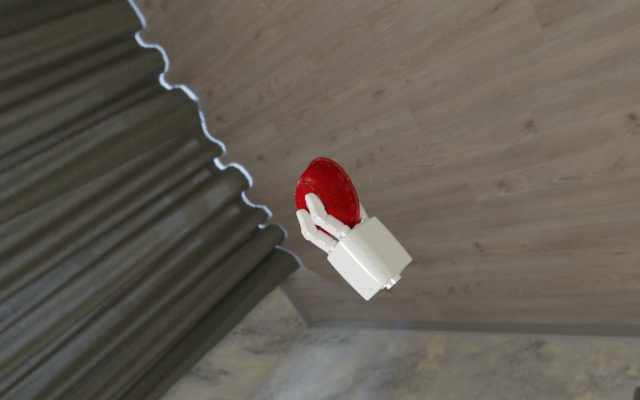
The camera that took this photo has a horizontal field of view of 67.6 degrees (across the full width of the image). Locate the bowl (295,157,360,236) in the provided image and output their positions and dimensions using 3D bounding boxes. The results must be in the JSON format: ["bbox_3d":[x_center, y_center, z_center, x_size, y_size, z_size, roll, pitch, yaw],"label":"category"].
[{"bbox_3d":[-0.001,0.002,0.895,0.055,0.162,0.162,-22,12,-33],"label":"bowl"}]
